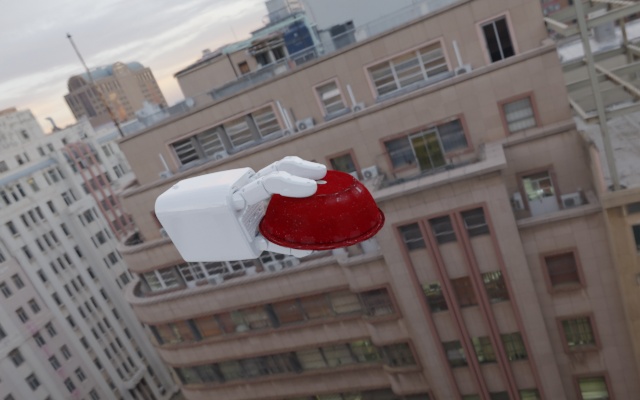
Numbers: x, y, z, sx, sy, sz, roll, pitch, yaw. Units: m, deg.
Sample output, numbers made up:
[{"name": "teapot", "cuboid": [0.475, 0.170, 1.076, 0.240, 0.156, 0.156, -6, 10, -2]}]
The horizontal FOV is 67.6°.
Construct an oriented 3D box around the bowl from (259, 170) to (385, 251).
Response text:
[{"name": "bowl", "cuboid": [0.001, 0.001, 0.602, 0.162, 0.055, 0.162, -3, 22, 1]}]
